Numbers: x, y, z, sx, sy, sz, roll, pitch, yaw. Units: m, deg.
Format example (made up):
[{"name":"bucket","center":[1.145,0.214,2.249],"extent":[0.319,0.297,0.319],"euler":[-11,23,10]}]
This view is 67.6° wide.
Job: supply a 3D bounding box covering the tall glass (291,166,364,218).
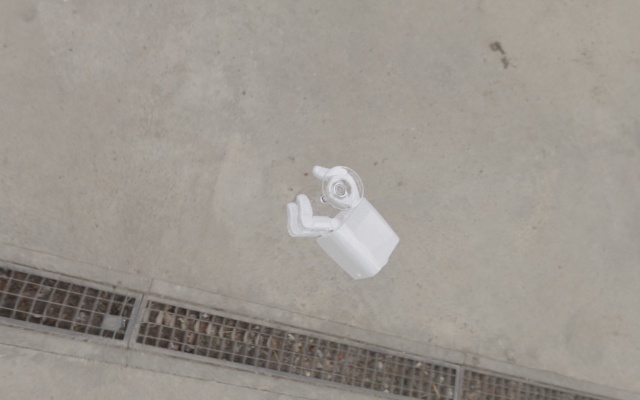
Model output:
[{"name":"tall glass","center":[0.000,0.003,0.858],"extent":[0.079,0.079,0.201],"euler":[0,-13,-22]}]
